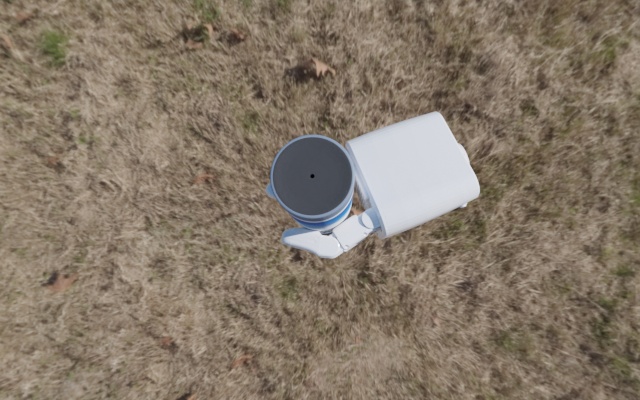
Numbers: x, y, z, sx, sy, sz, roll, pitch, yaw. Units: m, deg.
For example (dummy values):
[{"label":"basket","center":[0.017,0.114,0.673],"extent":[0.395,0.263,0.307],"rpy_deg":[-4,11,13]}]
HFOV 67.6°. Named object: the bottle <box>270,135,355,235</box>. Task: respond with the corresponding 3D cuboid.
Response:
[{"label":"bottle","center":[0.000,0.002,0.514],"extent":[0.069,0.069,0.296],"rpy_deg":[0,-8,3]}]
